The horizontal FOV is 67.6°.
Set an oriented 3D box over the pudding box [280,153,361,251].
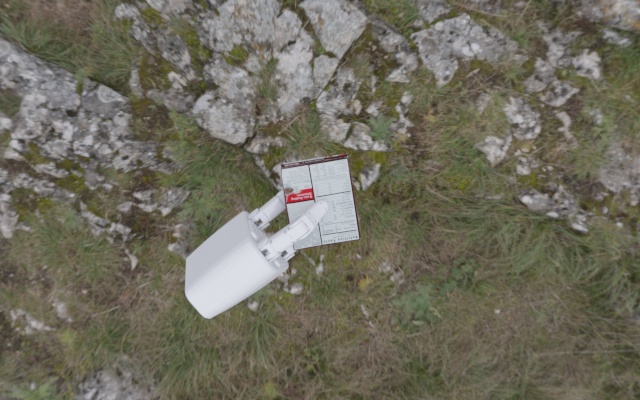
[{"bbox_3d":[0.000,0.002,0.613,0.090,0.113,0.039,-9,12,0],"label":"pudding box"}]
